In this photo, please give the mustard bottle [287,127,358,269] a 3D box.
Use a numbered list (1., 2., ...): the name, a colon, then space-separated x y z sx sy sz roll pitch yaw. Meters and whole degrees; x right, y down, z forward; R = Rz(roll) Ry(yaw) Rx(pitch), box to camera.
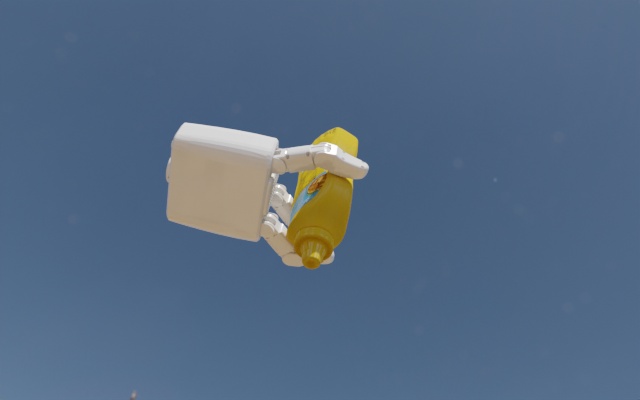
1. mustard bottle: 0.000 0.002 0.544 0.058 0.191 0.096 31 -54 -16
